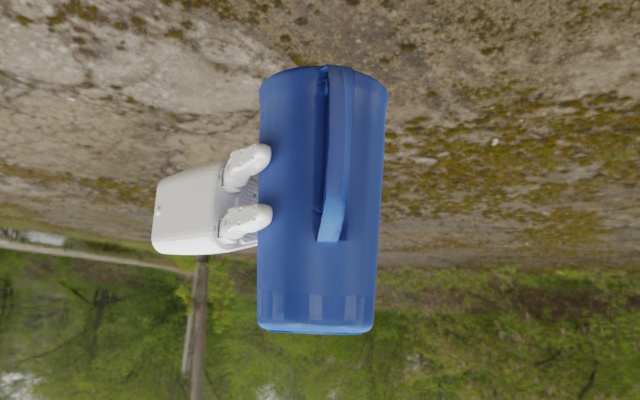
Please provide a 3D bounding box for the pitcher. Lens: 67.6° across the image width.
[{"bbox_3d":[0.000,0.002,0.458,0.145,0.242,0.149,-8,-17,34],"label":"pitcher"}]
